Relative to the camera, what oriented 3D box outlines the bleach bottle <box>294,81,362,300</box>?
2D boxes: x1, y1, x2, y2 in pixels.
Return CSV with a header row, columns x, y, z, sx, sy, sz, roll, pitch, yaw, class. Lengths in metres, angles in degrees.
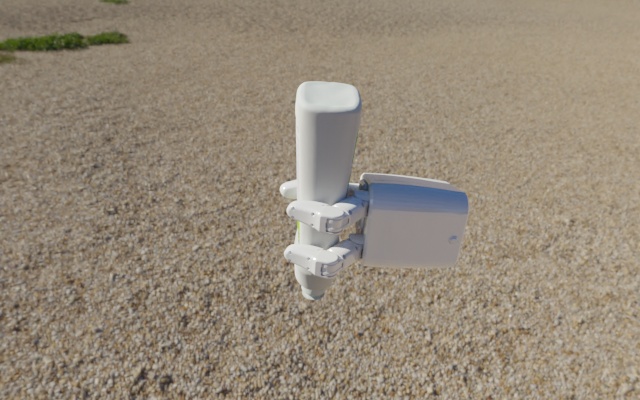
x,y,z,sx,sy,sz,roll,pitch,yaw,class
0.000,0.002,0.543,0.068,0.251,0.102,4,29,-2,bleach bottle
